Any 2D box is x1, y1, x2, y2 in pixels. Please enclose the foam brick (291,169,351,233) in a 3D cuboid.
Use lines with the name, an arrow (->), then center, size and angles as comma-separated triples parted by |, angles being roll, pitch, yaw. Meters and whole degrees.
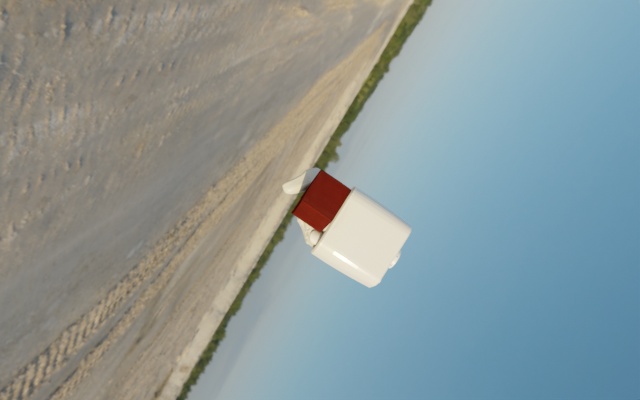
foam brick -> 0.000, 0.002, 0.655 | 0.051, 0.053, 0.078 | 35, -20, -1
